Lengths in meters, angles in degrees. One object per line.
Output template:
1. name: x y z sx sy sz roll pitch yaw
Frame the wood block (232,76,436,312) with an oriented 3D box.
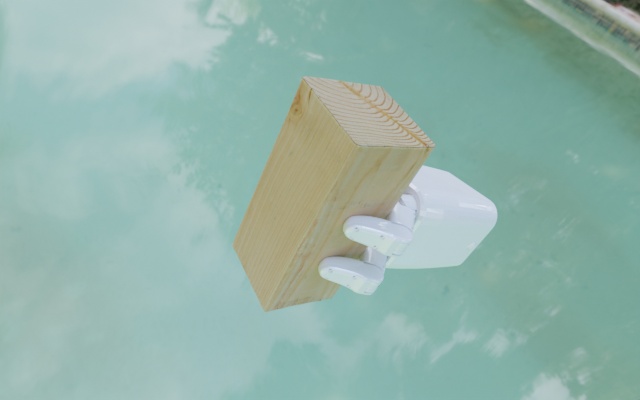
1. wood block: 0.000 0.001 0.446 0.090 0.206 0.090 -3 46 -36
